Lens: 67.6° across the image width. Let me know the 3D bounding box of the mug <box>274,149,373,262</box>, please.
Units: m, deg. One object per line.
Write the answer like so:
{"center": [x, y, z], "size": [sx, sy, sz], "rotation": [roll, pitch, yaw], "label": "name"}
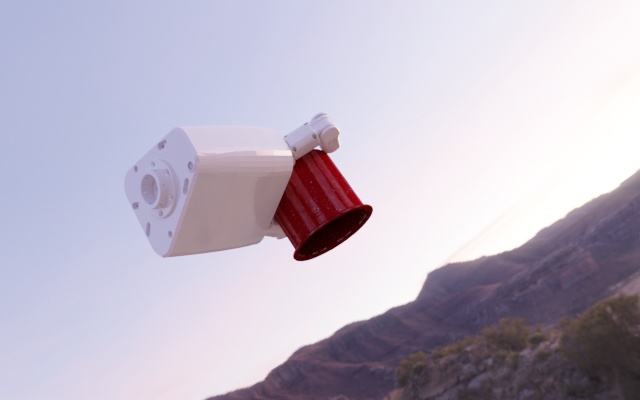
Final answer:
{"center": [0.001, 0.001, 0.495], "size": [0.117, 0.081, 0.093], "rotation": [-6, -34, -52], "label": "mug"}
